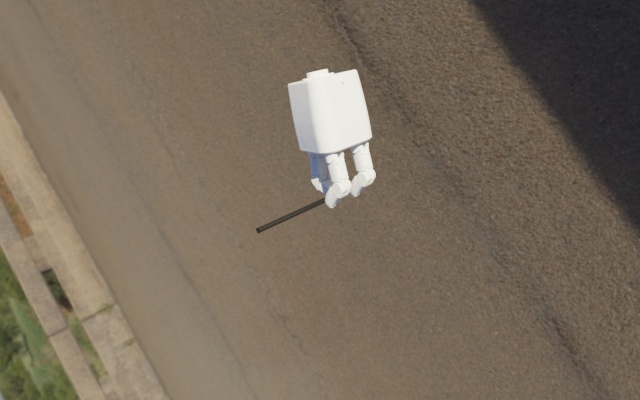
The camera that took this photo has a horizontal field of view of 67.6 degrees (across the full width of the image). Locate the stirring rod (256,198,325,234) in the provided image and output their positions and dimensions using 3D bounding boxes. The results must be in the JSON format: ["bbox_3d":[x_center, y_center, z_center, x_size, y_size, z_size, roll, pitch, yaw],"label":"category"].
[{"bbox_3d":[0.000,0.002,0.737,0.239,0.011,0.011,-25,15,-37],"label":"stirring rod"}]
